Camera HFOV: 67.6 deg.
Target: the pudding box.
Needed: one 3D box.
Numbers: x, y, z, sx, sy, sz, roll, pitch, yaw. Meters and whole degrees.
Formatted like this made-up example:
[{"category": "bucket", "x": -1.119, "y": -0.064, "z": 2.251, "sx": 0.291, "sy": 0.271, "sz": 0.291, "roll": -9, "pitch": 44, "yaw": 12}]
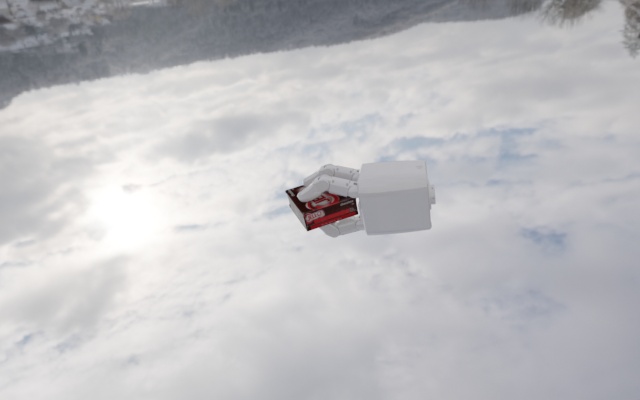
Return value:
[{"category": "pudding box", "x": 0.000, "y": 0.003, "z": 0.788, "sx": 0.090, "sy": 0.039, "sz": 0.113, "roll": -17, "pitch": 23, "yaw": -13}]
